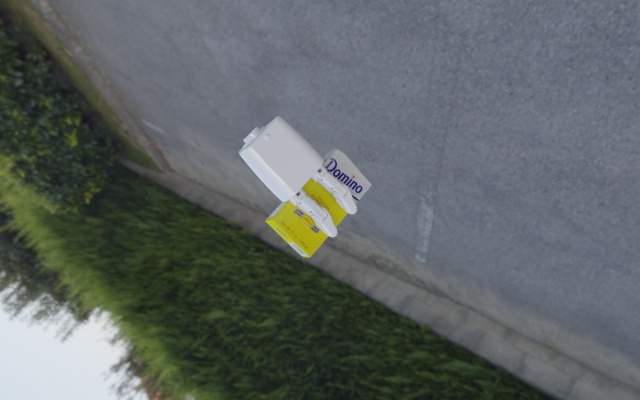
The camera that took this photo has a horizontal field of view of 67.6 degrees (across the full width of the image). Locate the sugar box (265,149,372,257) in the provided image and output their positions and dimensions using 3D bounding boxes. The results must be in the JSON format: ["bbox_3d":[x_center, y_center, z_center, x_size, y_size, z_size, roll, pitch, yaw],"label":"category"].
[{"bbox_3d":[0.000,0.003,0.815,0.093,0.176,0.048,46,-19,-13],"label":"sugar box"}]
